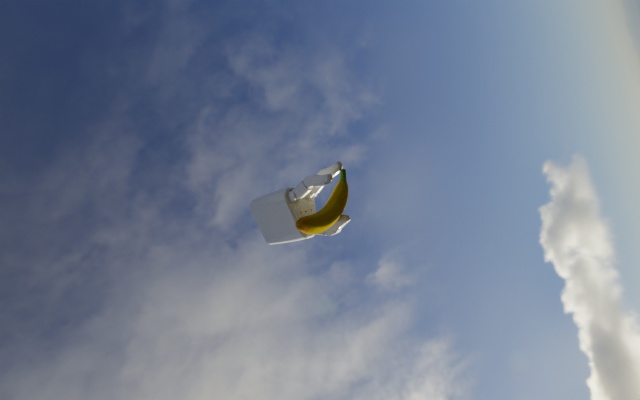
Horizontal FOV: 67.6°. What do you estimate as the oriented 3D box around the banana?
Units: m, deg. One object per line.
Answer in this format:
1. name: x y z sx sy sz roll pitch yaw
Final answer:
1. banana: 0.010 0.017 0.897 0.037 0.070 0.197 -13 25 35
